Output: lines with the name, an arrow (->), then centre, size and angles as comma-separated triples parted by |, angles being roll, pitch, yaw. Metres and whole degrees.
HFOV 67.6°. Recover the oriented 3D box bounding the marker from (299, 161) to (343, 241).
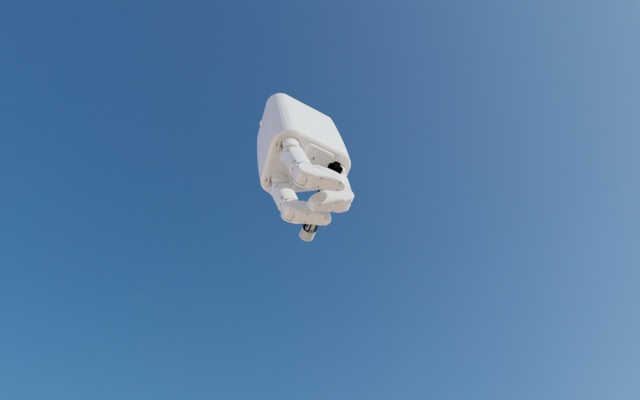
marker -> 0.000, 0.002, 0.591 | 0.020, 0.121, 0.020 | 15, 36, -11
